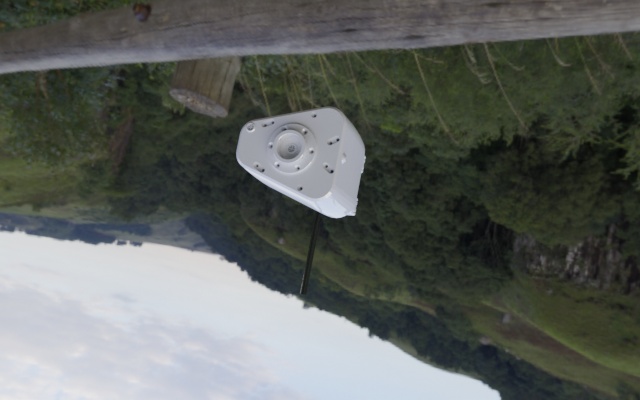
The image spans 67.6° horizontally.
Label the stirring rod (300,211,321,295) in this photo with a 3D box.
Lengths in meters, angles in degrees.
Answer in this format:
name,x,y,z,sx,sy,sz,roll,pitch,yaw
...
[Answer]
name,x,y,z,sx,sy,sz,roll,pitch,yaw
stirring rod,0.000,0.002,0.621,0.011,0.239,0.011,11,-6,1
